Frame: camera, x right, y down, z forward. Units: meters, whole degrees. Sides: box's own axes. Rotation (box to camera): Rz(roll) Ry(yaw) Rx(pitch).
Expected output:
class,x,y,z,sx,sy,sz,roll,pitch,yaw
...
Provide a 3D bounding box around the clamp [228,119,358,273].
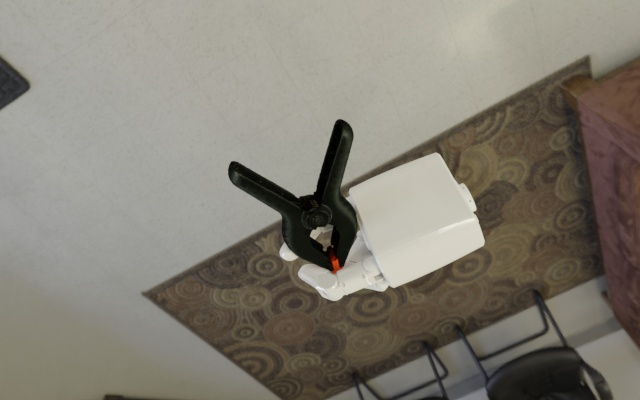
class,x,y,z,sx,sy,sz,roll,pitch,yaw
clamp,0.000,0.002,0.477,0.120,0.172,0.039,-25,39,9
